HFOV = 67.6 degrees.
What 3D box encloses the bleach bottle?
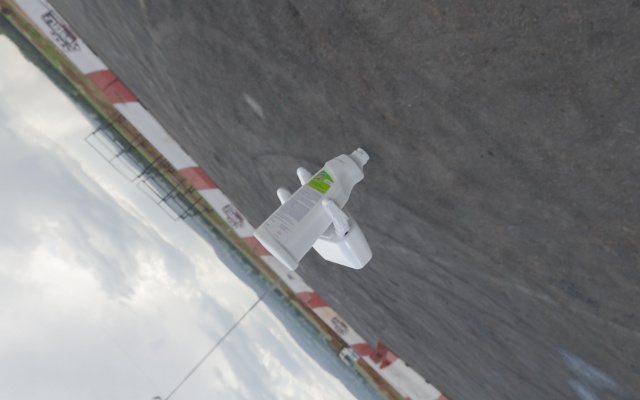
[{"bbox_3d":[0.000,0.003,0.863,0.102,0.251,0.068,33,-17,44],"label":"bleach bottle"}]
